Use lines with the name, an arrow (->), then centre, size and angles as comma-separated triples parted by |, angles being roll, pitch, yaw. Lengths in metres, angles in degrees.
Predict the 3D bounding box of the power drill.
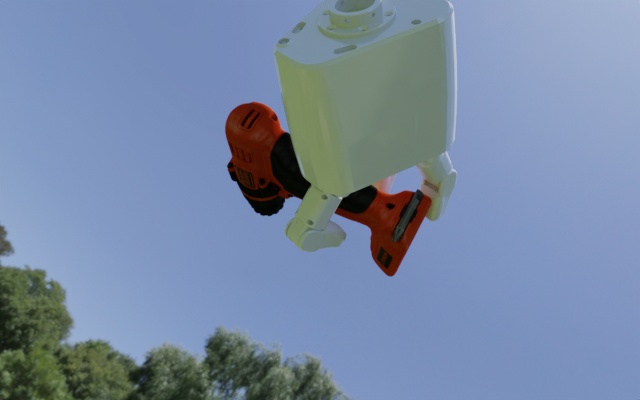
power drill -> 0.001, 0.002, 0.454 | 0.187, 0.057, 0.184 | 26, -19, 10
